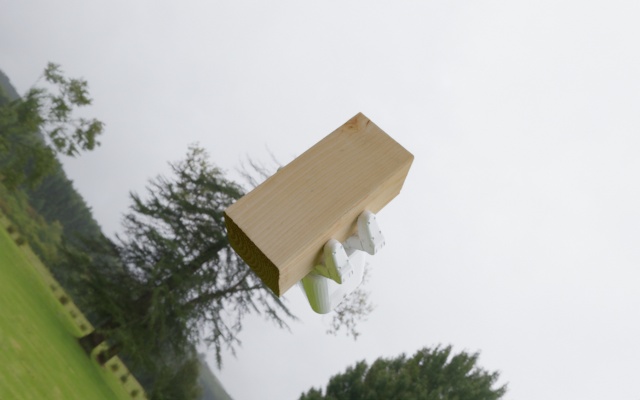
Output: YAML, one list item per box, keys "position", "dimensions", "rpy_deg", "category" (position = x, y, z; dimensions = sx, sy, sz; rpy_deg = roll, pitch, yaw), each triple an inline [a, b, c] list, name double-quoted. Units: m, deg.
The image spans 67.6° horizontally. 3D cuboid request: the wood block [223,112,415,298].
- position: [0.000, 0.002, 0.553]
  dimensions: [0.206, 0.091, 0.090]
  rpy_deg: [-39, -21, -24]
  category: "wood block"
